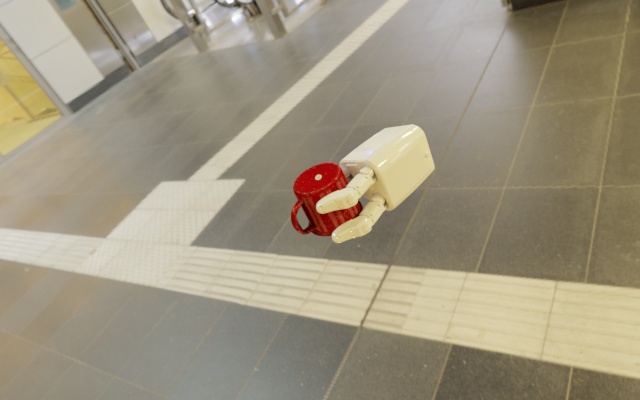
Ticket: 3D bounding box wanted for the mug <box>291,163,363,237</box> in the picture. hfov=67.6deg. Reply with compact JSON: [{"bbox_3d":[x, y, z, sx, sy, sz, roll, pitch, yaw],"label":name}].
[{"bbox_3d":[-0.001,0.003,0.738,0.117,0.081,0.093,-40,34,-20],"label":"mug"}]
